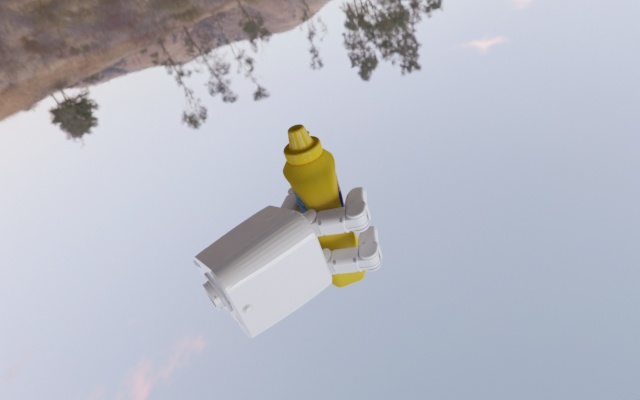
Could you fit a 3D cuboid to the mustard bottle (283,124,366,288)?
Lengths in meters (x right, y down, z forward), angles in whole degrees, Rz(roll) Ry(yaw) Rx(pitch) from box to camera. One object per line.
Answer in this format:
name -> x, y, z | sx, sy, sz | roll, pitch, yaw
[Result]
mustard bottle -> 0.000, 0.002, 0.543 | 0.058, 0.192, 0.096 | -20, 32, -1
